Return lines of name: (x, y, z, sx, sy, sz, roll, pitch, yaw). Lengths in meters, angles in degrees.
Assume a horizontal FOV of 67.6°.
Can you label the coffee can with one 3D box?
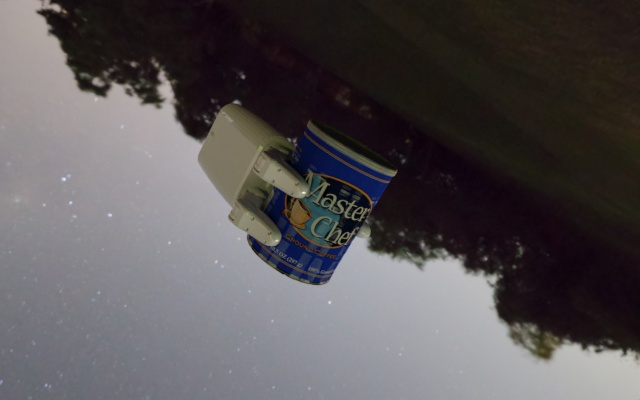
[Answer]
coffee can: (0.000, 0.002, 0.499, 0.103, 0.140, 0.102, 28, 14, -8)
